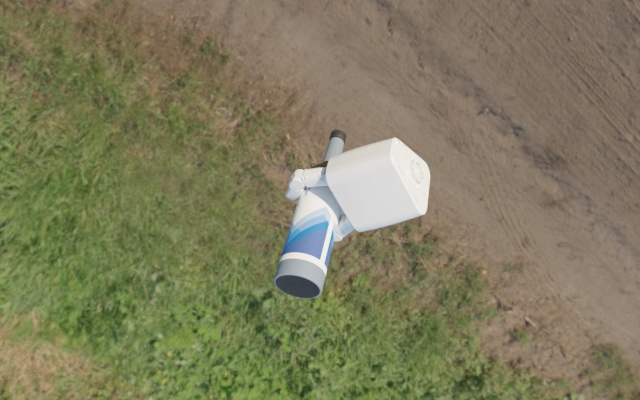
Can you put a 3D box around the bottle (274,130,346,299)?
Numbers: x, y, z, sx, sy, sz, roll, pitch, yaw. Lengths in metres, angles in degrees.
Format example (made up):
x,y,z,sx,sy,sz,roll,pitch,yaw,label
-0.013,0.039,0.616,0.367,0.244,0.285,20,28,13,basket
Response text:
x,y,z,sx,sy,sz,roll,pitch,yaw,label
0.000,0.003,0.730,0.069,0.295,0.069,10,-37,7,bottle
